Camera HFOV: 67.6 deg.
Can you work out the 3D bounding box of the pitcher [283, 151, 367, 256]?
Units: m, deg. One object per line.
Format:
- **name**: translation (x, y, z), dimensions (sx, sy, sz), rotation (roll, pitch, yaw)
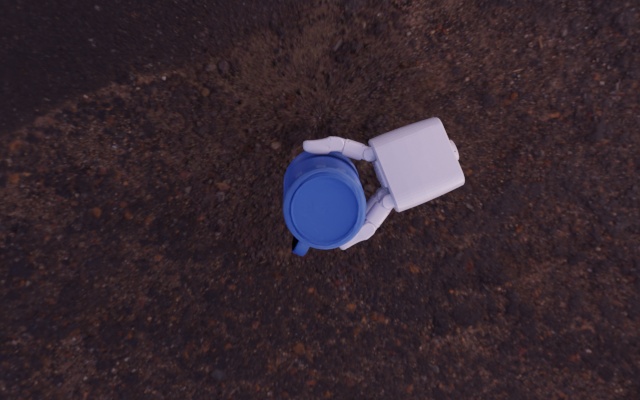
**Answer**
- **pitcher**: translation (0.000, 0.002, 0.723), dimensions (0.145, 0.149, 0.243), rotation (-20, 9, 3)
